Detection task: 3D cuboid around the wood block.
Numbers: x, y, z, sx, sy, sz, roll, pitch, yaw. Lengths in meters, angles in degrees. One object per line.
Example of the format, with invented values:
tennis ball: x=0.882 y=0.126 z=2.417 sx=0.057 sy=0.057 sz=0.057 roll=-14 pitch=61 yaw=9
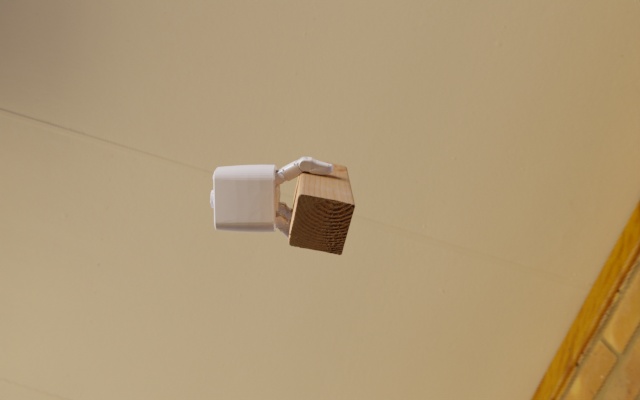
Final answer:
wood block: x=0.000 y=0.002 z=0.832 sx=0.090 sy=0.091 sz=0.206 roll=11 pitch=20 yaw=-5
